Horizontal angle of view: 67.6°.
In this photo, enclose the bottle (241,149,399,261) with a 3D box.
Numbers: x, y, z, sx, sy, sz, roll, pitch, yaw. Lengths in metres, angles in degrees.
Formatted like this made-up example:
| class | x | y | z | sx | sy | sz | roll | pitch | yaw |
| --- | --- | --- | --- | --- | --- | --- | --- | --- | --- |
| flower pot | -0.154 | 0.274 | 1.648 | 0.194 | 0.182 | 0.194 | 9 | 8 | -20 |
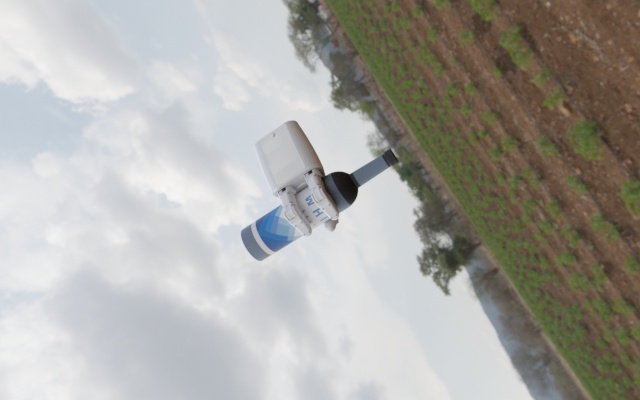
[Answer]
| class | x | y | z | sx | sy | sz | roll | pitch | yaw |
| --- | --- | --- | --- | --- | --- | --- | --- | --- | --- |
| bottle | 0.000 | 0.003 | 0.815 | 0.296 | 0.069 | 0.069 | -32 | -8 | 13 |
